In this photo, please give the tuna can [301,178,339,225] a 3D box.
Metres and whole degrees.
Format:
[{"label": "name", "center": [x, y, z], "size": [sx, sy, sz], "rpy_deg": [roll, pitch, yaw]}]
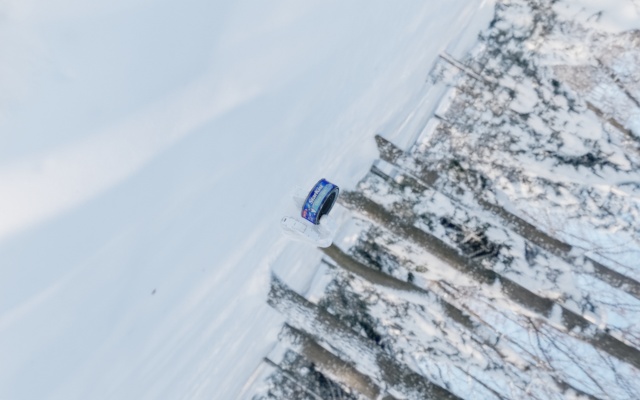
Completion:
[{"label": "tuna can", "center": [0.001, 0.003, 0.894], "size": [0.033, 0.086, 0.086], "rpy_deg": [30, 8, 14]}]
